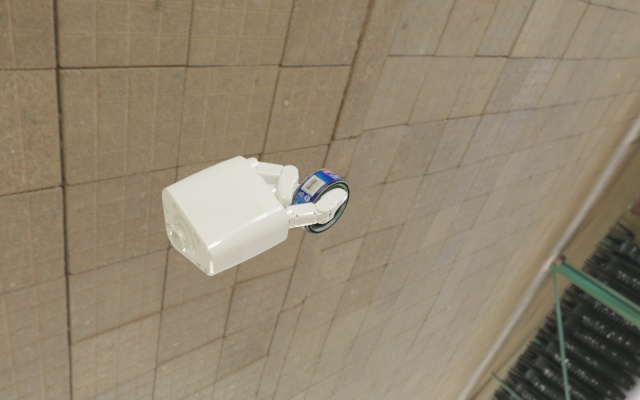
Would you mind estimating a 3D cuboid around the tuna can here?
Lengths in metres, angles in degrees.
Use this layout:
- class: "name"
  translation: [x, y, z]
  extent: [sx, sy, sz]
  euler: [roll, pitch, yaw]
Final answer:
- class: "tuna can"
  translation: [0.001, 0.002, 0.646]
  extent: [0.033, 0.086, 0.086]
  euler: [35, 20, 31]
